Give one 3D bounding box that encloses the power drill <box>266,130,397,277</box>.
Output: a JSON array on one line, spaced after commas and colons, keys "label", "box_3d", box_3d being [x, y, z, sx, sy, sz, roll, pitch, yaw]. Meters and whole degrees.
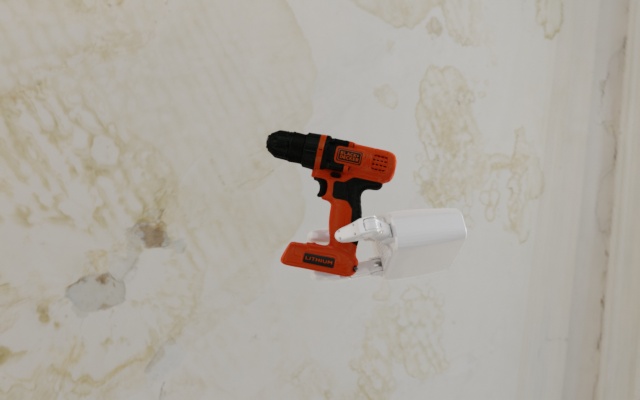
[{"label": "power drill", "box_3d": [0.000, 0.003, 0.661, 0.184, 0.187, 0.057, 12, -2, 4]}]
